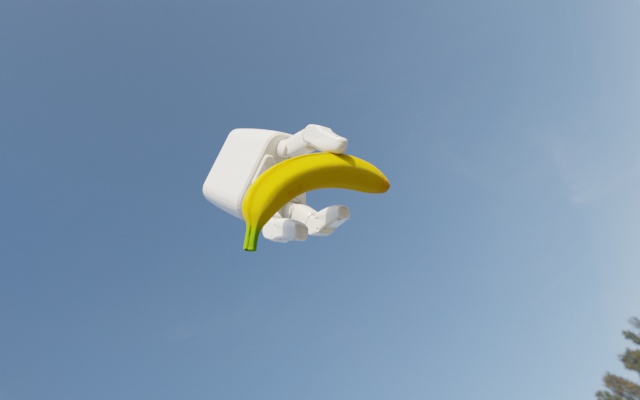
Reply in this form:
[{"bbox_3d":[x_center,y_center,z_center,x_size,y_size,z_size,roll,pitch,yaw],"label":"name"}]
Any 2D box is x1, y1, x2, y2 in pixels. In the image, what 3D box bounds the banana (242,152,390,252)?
[{"bbox_3d":[-0.006,-0.015,0.489,0.198,0.070,0.037,-22,19,-35],"label":"banana"}]
